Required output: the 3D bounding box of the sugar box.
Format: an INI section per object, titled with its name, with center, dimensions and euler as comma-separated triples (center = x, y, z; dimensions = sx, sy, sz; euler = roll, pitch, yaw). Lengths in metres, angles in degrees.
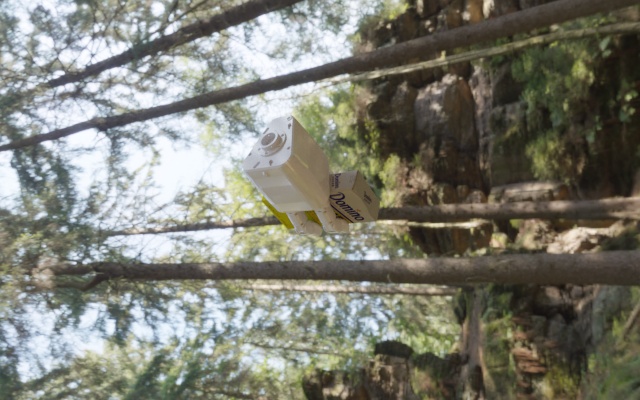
[sugar box]
center = 0.000, 0.003, 0.797
dimensions = 0.176, 0.048, 0.093
euler = -5, -37, 32
